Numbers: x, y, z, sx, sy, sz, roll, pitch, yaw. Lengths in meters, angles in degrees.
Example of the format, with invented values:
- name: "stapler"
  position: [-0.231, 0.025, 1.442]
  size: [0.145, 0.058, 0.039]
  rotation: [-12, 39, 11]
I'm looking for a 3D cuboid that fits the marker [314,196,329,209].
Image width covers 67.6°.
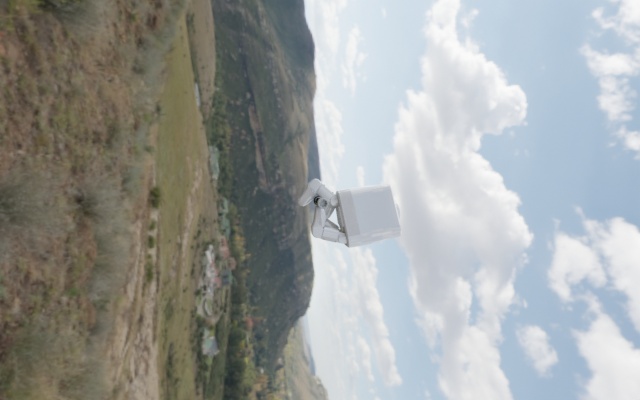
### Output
- name: "marker"
  position: [0.000, 0.003, 0.881]
  size: [0.020, 0.020, 0.121]
  rotation: [0, 2, -5]
